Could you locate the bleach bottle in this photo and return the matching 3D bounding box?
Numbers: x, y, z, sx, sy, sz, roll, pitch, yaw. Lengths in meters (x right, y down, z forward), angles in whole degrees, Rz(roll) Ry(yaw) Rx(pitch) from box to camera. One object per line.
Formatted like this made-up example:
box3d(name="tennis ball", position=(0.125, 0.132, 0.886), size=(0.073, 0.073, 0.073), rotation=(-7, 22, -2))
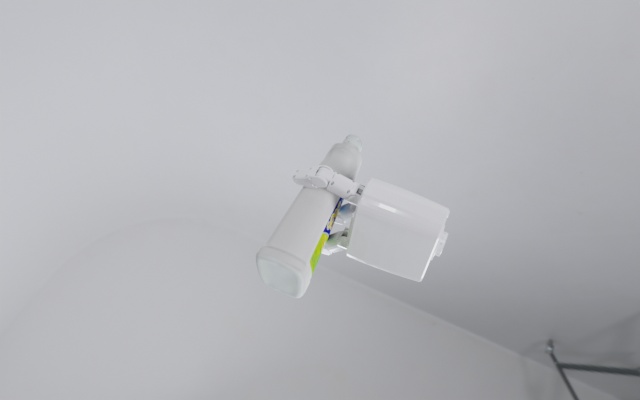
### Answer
box3d(name="bleach bottle", position=(0.000, 0.002, 0.653), size=(0.068, 0.250, 0.103), rotation=(22, -30, 11))
